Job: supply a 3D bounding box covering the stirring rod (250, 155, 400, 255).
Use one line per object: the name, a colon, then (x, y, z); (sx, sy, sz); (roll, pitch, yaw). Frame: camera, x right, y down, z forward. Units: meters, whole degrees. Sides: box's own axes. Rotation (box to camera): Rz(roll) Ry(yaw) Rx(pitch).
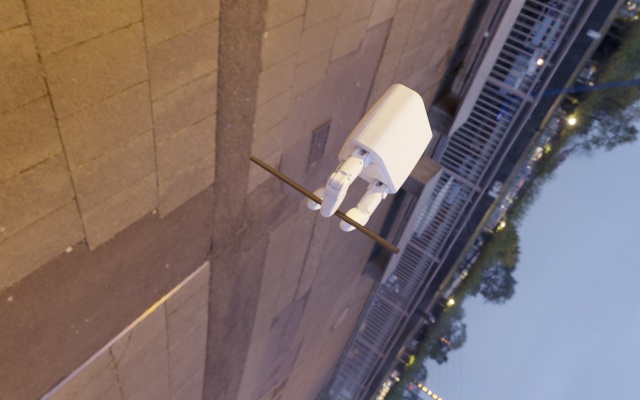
stirring rod: (0.000, 0.002, 0.629); (0.239, 0.011, 0.011); (33, 11, 18)
